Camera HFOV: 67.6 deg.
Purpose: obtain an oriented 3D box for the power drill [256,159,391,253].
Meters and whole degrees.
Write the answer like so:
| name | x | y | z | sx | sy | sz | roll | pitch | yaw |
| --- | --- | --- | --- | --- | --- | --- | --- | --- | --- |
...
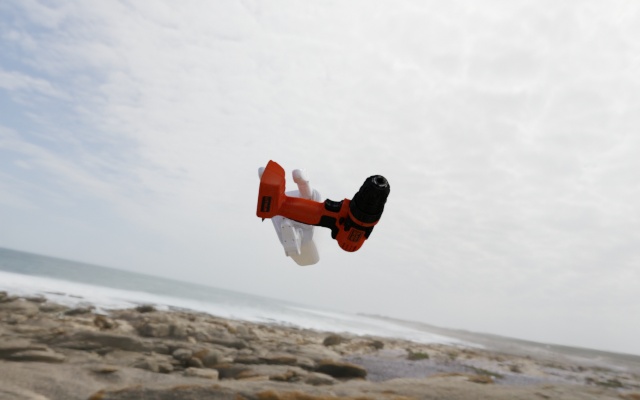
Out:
| name | x | y | z | sx | sy | sz | roll | pitch | yaw |
| --- | --- | --- | --- | --- | --- | --- | --- | --- | --- |
| power drill | 0.000 | 0.002 | 0.726 | 0.187 | 0.057 | 0.185 | 19 | -37 | 0 |
